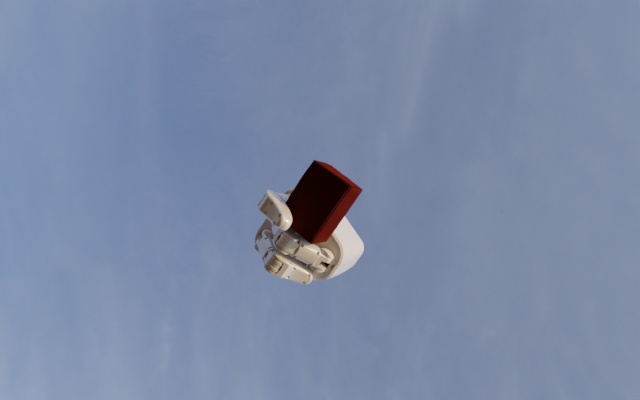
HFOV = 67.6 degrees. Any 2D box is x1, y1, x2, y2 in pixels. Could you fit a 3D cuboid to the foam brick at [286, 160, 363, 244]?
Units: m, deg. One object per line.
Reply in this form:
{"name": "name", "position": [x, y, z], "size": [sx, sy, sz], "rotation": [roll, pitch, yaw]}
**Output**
{"name": "foam brick", "position": [0.000, 0.002, 0.532], "size": [0.053, 0.078, 0.051], "rotation": [39, 12, 17]}
